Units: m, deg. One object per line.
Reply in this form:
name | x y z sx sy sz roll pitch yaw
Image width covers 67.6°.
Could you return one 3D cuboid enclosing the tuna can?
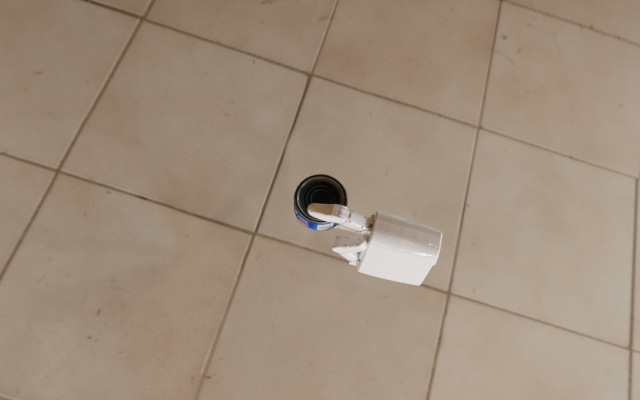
tuna can | 0.000 0.002 0.750 0.086 0.086 0.034 0 -21 -2
